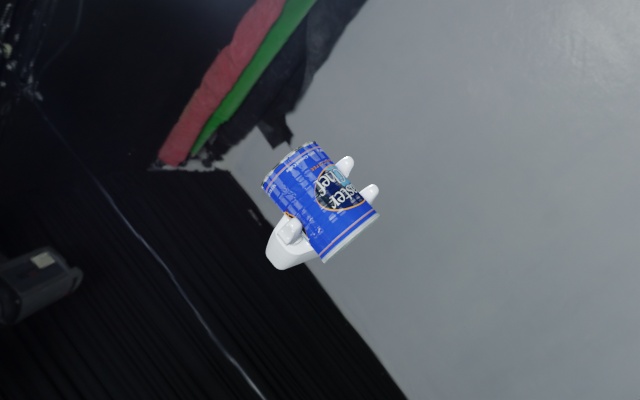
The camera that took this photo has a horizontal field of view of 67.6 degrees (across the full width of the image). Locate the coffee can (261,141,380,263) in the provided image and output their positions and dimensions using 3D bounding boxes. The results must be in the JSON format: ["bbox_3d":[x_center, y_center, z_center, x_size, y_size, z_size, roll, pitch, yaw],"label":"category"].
[{"bbox_3d":[0.000,0.002,0.671,0.103,0.140,0.103,-40,-7,-6],"label":"coffee can"}]
